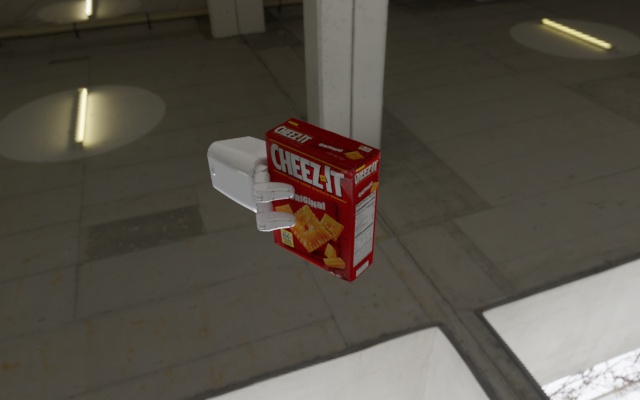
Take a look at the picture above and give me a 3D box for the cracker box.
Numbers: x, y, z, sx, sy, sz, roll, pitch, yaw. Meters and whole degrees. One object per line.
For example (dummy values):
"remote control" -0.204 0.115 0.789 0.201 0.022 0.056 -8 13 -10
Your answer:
"cracker box" 0.000 0.002 0.730 0.164 0.214 0.072 25 44 30
